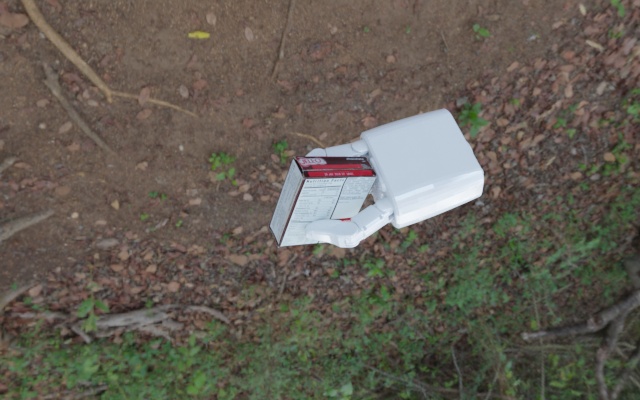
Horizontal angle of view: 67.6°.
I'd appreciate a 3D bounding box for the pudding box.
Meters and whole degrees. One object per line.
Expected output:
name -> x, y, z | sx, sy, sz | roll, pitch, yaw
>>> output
pudding box -> 0.000, 0.002, 0.535 | 0.090, 0.114, 0.039 | -2, 44, -27
